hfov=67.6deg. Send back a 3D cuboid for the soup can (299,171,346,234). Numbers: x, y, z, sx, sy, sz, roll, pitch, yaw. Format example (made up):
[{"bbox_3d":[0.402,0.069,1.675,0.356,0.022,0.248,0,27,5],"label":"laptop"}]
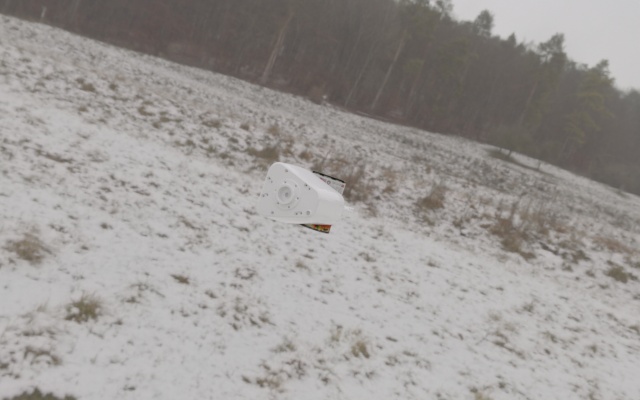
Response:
[{"bbox_3d":[0.001,0.003,0.886,0.068,0.102,0.068,19,2,-1],"label":"soup can"}]
